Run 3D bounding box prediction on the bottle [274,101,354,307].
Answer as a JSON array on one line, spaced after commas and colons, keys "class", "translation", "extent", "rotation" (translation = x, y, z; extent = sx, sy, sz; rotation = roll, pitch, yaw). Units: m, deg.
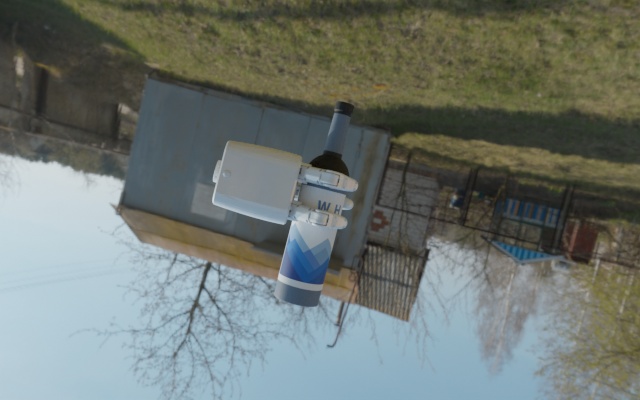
[{"class": "bottle", "translation": [0.000, 0.003, 0.696], "extent": [0.069, 0.295, 0.069], "rotation": [14, 1, 0]}]
